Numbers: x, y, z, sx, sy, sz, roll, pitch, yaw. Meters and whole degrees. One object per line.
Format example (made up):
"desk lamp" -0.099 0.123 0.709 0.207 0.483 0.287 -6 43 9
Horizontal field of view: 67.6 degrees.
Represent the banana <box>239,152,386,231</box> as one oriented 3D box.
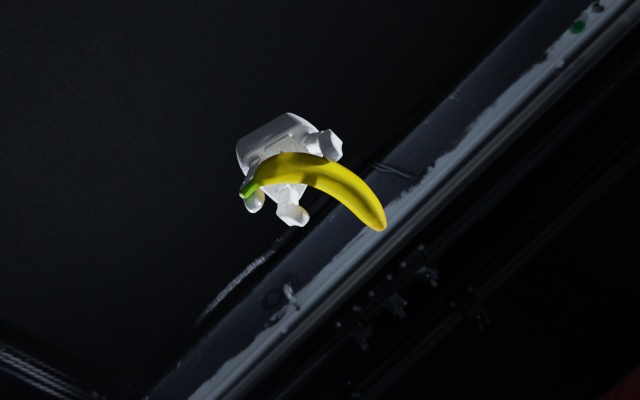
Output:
"banana" 0.003 -0.016 0.579 0.198 0.069 0.037 15 11 -23
